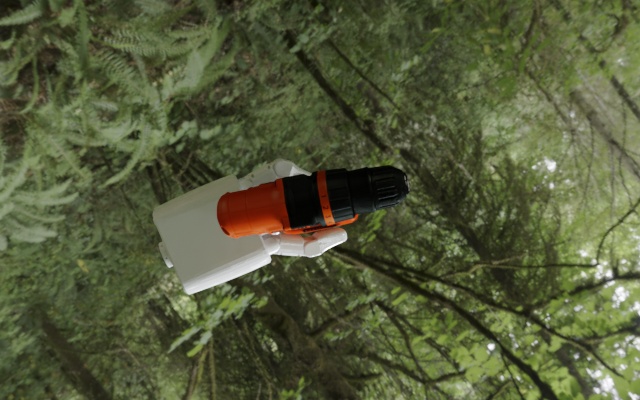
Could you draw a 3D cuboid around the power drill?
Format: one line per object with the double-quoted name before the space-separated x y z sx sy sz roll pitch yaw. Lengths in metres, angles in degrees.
"power drill" 0.000 0.002 0.520 0.184 0.057 0.187 -9 -5 6
